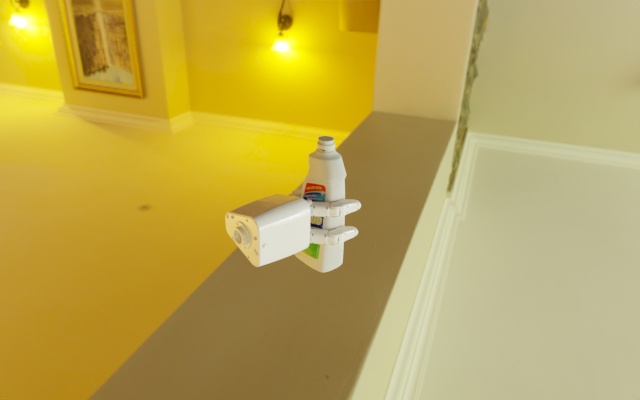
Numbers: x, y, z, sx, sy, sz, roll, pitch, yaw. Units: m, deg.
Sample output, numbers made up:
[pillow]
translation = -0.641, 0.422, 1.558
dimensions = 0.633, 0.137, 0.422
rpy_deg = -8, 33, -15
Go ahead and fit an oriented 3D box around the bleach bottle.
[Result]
[bleach bottle]
translation = 0.000, 0.003, 0.876
dimensions = 0.068, 0.251, 0.102
rpy_deg = -20, 34, -36
